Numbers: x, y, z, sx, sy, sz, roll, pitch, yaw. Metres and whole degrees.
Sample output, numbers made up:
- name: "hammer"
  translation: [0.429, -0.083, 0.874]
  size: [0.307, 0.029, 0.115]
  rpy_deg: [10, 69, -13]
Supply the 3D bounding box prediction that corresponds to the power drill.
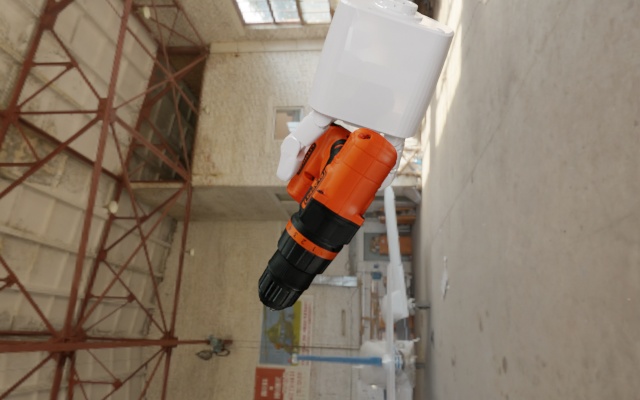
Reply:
- name: "power drill"
  translation: [0.000, 0.001, 0.481]
  size: [0.057, 0.184, 0.187]
  rpy_deg: [32, 14, -13]
